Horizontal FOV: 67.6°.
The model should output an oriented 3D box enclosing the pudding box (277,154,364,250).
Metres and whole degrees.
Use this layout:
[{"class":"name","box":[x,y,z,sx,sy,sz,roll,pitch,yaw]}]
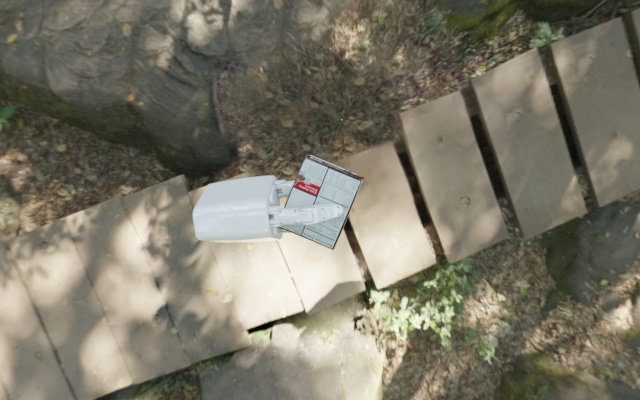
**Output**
[{"class":"pudding box","box":[0.000,0.002,0.680,0.090,0.113,0.039,23,12,2]}]
